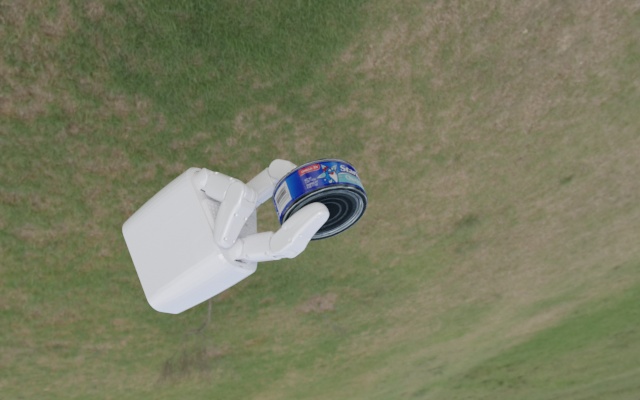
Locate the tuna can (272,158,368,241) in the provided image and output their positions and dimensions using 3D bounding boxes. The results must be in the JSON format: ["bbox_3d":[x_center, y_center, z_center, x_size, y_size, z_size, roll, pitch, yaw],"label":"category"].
[{"bbox_3d":[0.000,0.002,0.448,0.086,0.033,0.086,-14,-35,-10],"label":"tuna can"}]
